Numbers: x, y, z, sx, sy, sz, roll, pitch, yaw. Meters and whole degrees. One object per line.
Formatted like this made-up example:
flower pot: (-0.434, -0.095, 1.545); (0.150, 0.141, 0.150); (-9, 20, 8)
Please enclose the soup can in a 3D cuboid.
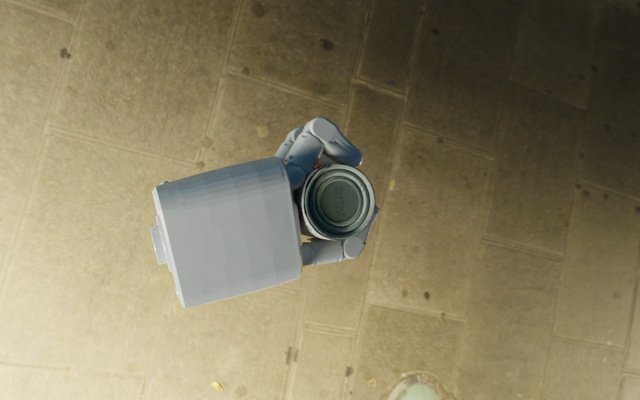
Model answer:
soup can: (0.001, 0.001, 0.450); (0.068, 0.068, 0.102); (0, -1, -20)
